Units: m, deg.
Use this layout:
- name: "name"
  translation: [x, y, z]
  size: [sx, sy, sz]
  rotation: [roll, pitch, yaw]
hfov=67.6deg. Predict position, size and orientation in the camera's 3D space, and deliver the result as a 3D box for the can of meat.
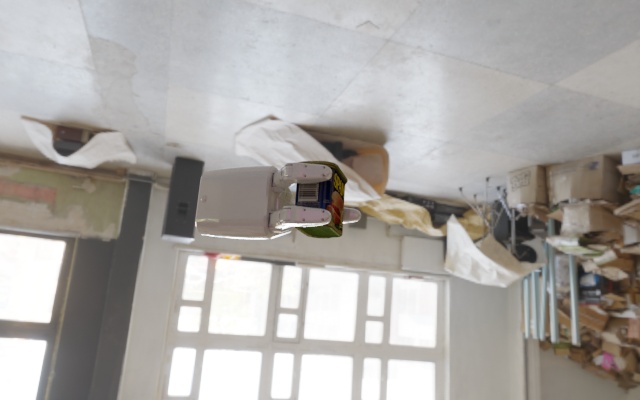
- name: "can of meat"
  translation: [0.000, 0.002, 0.641]
  size: [0.057, 0.084, 0.102]
  rotation: [0, -14, 14]
